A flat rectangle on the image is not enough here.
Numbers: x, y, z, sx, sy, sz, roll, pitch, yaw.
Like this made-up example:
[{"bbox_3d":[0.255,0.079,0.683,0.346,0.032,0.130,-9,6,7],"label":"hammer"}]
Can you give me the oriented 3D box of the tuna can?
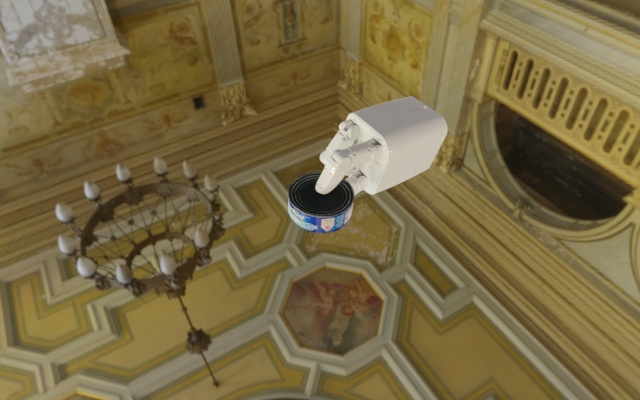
[{"bbox_3d":[0.000,0.002,0.621,0.086,0.034,0.086,2,43,-2],"label":"tuna can"}]
